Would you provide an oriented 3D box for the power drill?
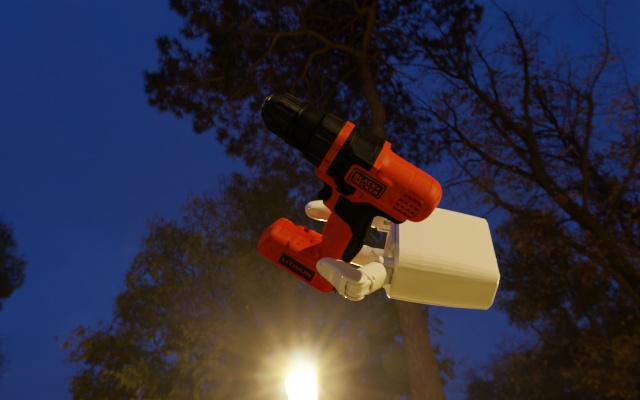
[{"bbox_3d":[0.000,0.002,0.485,0.184,0.188,0.057,33,43,1],"label":"power drill"}]
